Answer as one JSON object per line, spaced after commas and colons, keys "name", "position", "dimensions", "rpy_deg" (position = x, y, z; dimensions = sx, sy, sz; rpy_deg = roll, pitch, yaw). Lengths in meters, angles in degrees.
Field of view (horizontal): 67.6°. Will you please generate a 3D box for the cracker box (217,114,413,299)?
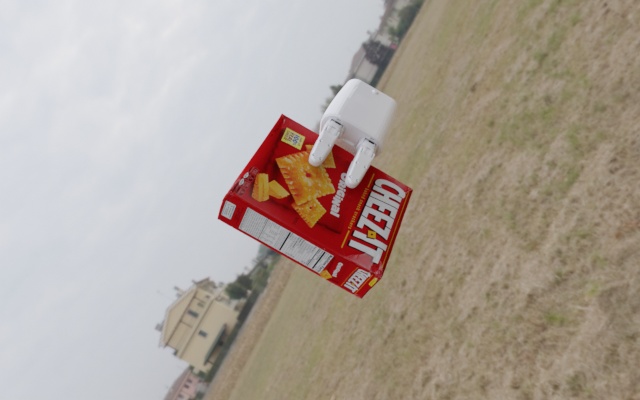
{"name": "cracker box", "position": [0.000, 0.002, 0.631], "dimensions": [0.214, 0.164, 0.072], "rpy_deg": [29, -39, -2]}
